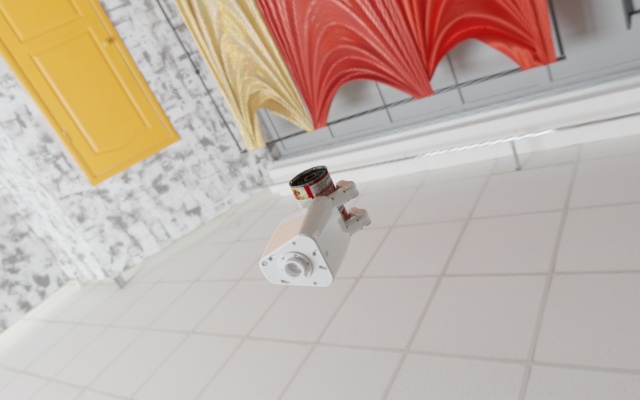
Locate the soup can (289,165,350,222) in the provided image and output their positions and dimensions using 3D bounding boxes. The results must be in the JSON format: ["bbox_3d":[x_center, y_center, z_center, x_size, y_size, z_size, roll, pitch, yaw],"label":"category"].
[{"bbox_3d":[0.000,0.003,0.787,0.068,0.102,0.068,-22,21,9],"label":"soup can"}]
